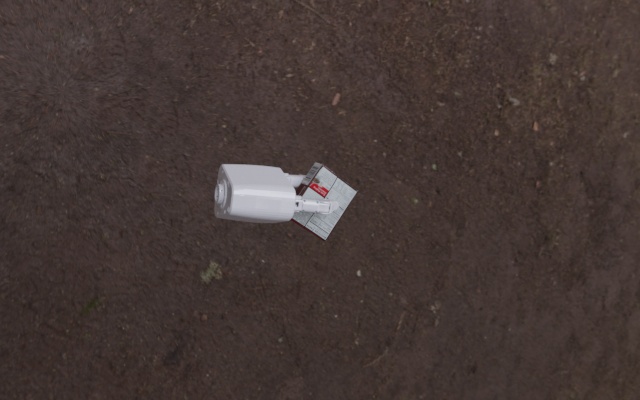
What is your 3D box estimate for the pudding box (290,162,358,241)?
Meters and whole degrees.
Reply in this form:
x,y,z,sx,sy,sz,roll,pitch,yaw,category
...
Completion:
x,y,z,sx,sy,sz,roll,pitch,yaw,category
0.000,0.003,0.853,0.090,0.113,0.039,36,-4,-25,pudding box
